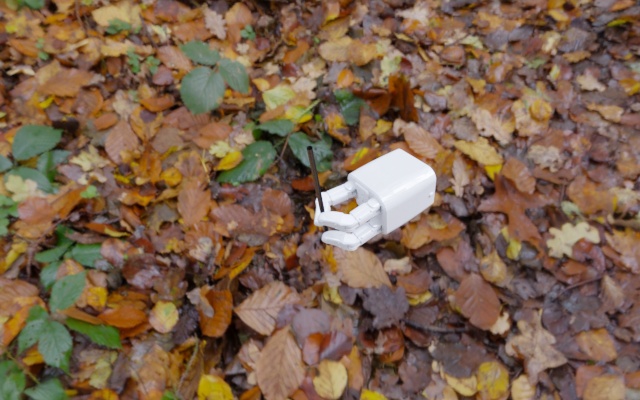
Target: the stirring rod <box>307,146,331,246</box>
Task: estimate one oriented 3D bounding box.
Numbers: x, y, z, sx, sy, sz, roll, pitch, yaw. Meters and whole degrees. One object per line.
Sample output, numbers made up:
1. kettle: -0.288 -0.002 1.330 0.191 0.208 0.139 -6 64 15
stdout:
1. stirring rod: 0.000 0.002 0.728 0.011 0.011 0.240 0 -37 9
